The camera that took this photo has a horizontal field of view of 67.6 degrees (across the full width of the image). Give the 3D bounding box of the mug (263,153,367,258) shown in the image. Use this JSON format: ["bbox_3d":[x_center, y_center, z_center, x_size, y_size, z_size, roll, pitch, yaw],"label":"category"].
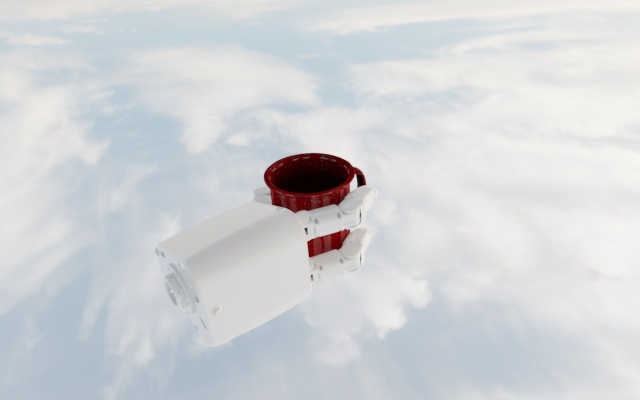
[{"bbox_3d":[0.001,0.001,0.511,0.117,0.081,0.093,-23,37,-29],"label":"mug"}]
